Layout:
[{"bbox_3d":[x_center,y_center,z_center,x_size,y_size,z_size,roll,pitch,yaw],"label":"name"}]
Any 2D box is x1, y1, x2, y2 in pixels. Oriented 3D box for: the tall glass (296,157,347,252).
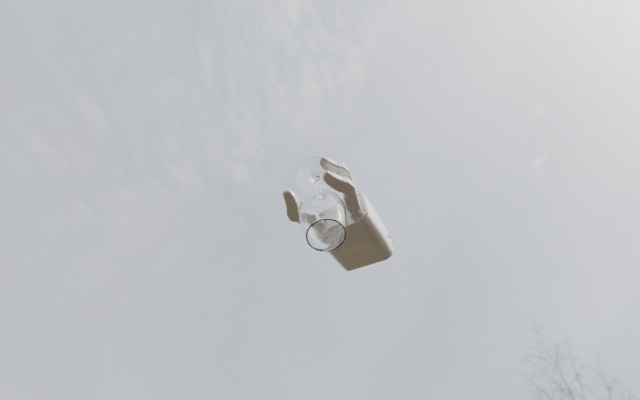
[{"bbox_3d":[0.000,0.002,0.812,0.079,0.079,0.201,0,31,-5],"label":"tall glass"}]
